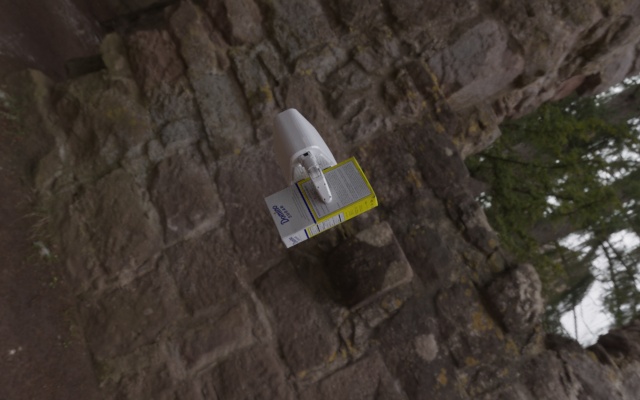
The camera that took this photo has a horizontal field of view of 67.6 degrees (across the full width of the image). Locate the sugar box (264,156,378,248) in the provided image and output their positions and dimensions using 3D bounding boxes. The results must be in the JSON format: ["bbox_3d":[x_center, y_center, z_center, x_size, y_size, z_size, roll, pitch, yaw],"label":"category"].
[{"bbox_3d":[0.000,0.003,0.829,0.176,0.093,0.048,-26,-31,-1],"label":"sugar box"}]
